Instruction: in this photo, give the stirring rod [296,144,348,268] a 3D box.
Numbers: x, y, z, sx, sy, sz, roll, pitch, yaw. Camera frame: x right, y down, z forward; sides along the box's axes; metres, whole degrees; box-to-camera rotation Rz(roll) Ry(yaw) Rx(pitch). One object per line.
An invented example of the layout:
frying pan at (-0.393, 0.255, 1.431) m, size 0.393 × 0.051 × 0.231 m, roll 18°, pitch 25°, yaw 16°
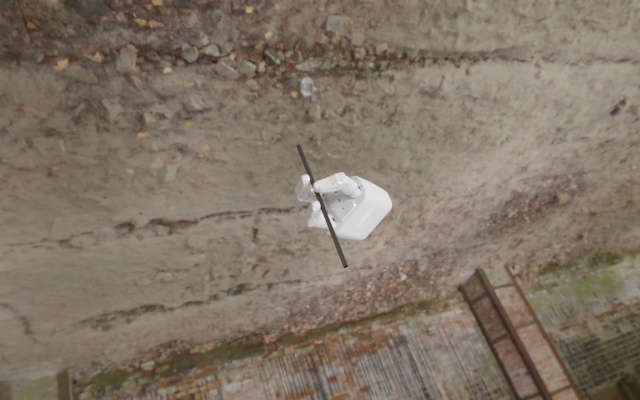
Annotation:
stirring rod at (0.000, 0.002, 0.790) m, size 0.011 × 0.239 × 0.011 m, roll -17°, pitch -27°, yaw -9°
